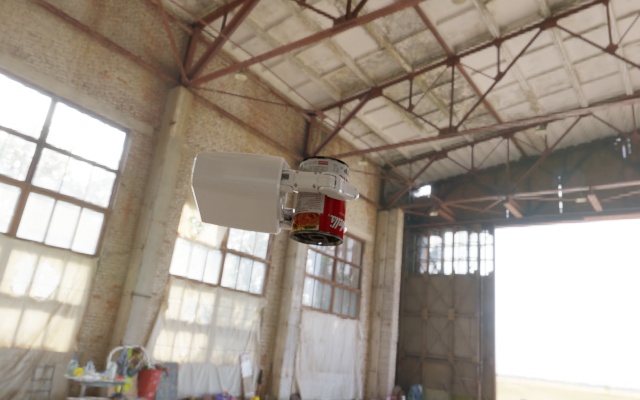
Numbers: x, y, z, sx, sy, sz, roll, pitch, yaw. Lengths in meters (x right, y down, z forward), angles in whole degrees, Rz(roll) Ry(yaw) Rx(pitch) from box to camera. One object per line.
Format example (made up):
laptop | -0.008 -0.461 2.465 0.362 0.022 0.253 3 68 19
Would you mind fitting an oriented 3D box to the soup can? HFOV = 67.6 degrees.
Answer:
soup can | 0.001 0.002 0.618 0.068 0.102 0.068 6 -18 2
